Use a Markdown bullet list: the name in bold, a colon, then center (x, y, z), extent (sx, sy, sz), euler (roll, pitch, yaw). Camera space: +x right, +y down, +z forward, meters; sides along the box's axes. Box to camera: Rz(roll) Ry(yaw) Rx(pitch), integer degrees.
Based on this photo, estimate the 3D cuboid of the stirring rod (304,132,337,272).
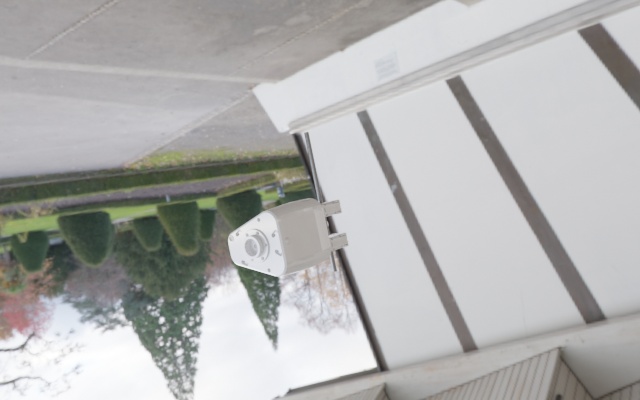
- **stirring rod**: center (0.000, 0.003, 0.810), extent (0.011, 0.239, 0.011), euler (-12, 1, 0)
